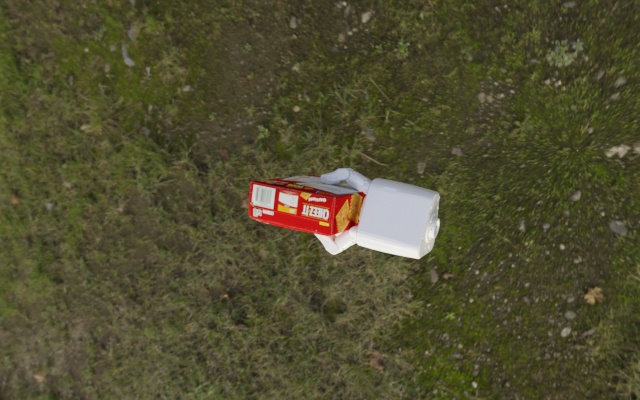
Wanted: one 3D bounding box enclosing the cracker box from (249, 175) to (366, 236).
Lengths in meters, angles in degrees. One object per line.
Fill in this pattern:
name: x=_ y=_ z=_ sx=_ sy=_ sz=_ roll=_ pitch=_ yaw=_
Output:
cracker box: x=0.000 y=0.003 z=0.853 sx=0.164 sy=0.072 sz=0.213 roll=11 pitch=10 yaw=27
